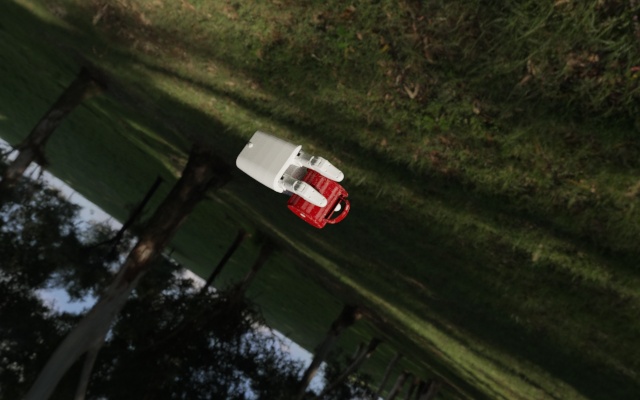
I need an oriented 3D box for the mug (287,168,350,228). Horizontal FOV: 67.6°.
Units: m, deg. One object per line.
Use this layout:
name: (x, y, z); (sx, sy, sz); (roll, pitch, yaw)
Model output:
mug: (0.001, 0.004, 0.891); (0.117, 0.081, 0.093); (29, -10, 29)
